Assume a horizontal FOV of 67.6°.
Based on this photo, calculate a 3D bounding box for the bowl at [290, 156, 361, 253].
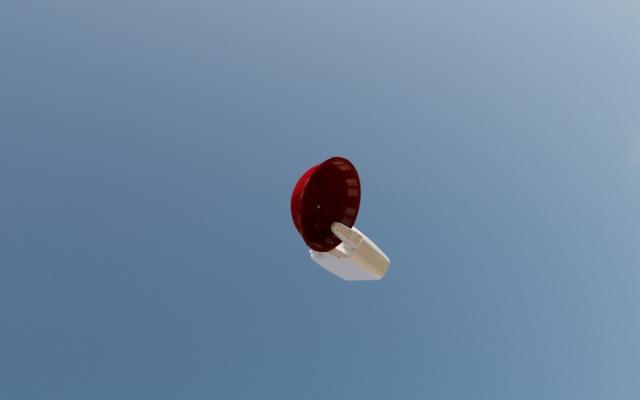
[{"bbox_3d":[-0.001,0.002,0.803,0.055,0.162,0.162,15,9,38],"label":"bowl"}]
